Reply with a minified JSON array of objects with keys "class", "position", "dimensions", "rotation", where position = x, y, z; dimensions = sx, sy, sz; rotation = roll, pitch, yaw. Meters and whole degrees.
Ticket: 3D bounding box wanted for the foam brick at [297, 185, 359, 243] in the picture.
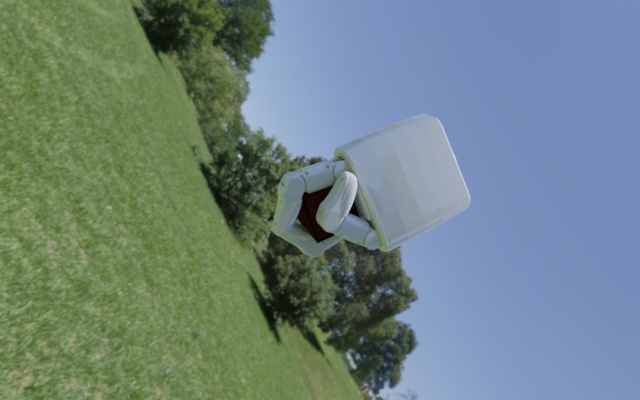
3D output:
[{"class":"foam brick","position":[0.000,0.002,0.516],"dimensions":[0.051,0.053,0.078],"rotation":[-25,24,-10]}]
